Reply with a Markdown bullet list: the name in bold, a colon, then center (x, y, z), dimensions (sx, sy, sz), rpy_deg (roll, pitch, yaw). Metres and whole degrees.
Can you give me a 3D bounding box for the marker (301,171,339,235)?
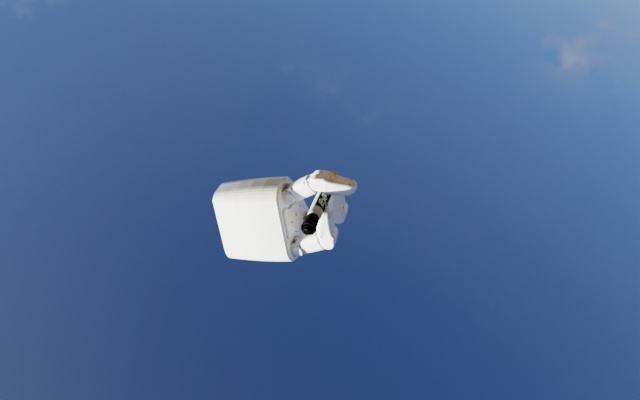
- **marker**: center (0.000, 0.002, 0.608), dimensions (0.020, 0.020, 0.121), rpy_deg (0, 36, 20)
